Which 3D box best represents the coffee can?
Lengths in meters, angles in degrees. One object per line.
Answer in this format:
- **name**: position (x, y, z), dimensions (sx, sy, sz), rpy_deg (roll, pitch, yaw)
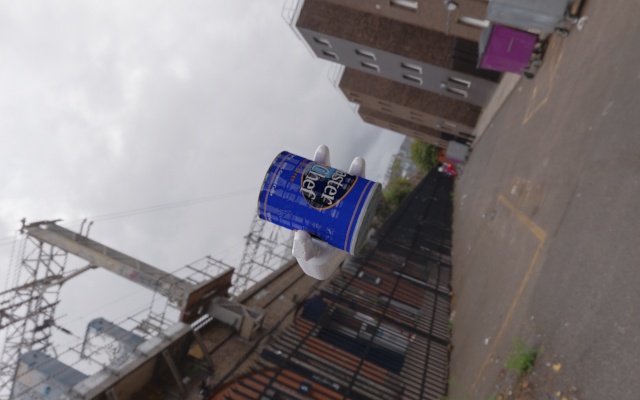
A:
- **coffee can**: position (0.000, 0.002, 0.647), dimensions (0.140, 0.103, 0.103), rpy_deg (20, 4, 12)
